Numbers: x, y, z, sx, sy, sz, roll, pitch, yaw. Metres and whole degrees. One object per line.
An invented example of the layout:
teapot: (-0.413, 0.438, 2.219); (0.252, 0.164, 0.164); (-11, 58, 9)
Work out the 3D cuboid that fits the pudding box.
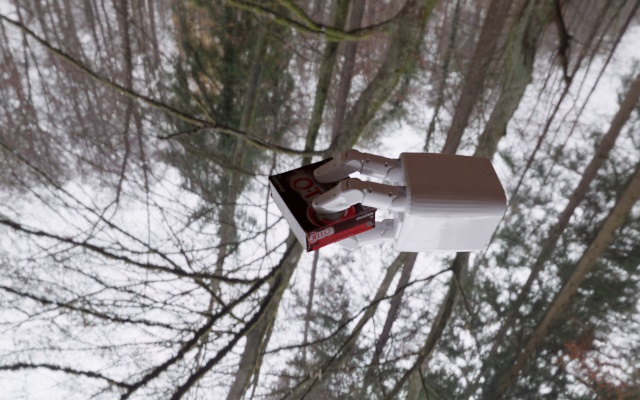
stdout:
pudding box: (0.000, 0.002, 0.564); (0.090, 0.039, 0.113); (-18, 42, -20)
